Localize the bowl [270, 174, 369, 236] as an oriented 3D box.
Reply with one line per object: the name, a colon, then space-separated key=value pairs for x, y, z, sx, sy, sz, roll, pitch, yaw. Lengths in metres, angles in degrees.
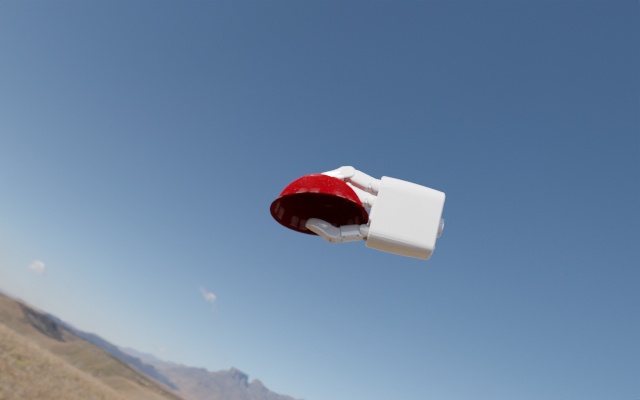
bowl: x=-0.001 y=0.002 z=0.783 sx=0.162 sy=0.055 sz=0.162 roll=4 pitch=-27 yaw=2
